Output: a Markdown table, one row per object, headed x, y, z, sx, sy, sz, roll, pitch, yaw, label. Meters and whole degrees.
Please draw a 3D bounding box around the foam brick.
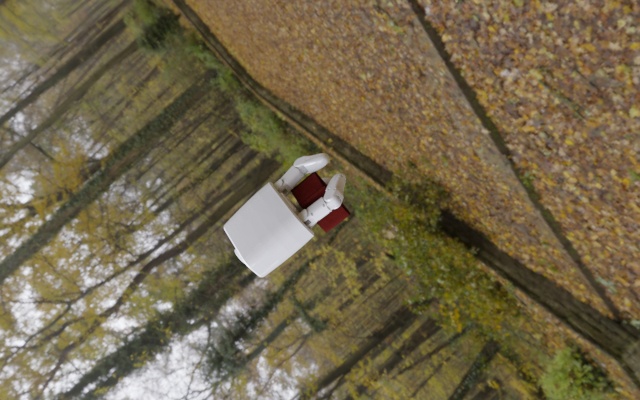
| x | y | z | sx | sy | sz | roll | pitch | yaw | label |
| --- | --- | --- | --- | --- | --- | --- | --- | --- | --- |
| 0.000 | 0.003 | 0.766 | 0.078 | 0.051 | 0.053 | 48 | 4 | -34 | foam brick |
